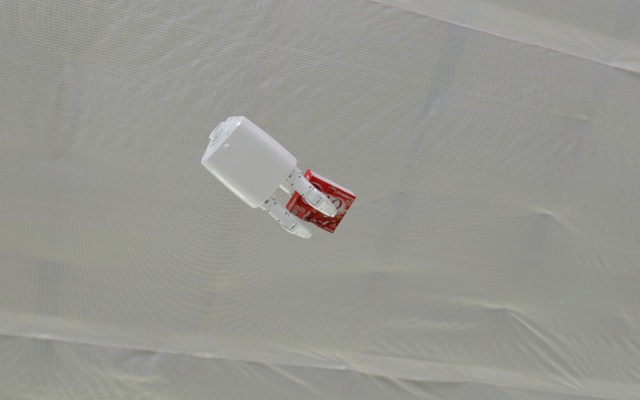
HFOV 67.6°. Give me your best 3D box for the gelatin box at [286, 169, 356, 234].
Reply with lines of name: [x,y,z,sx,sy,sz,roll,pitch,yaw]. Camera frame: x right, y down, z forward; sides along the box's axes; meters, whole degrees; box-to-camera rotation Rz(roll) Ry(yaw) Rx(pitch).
gelatin box: [0.000,0.002,0.758,0.089,0.073,0.030,26,14,-26]
